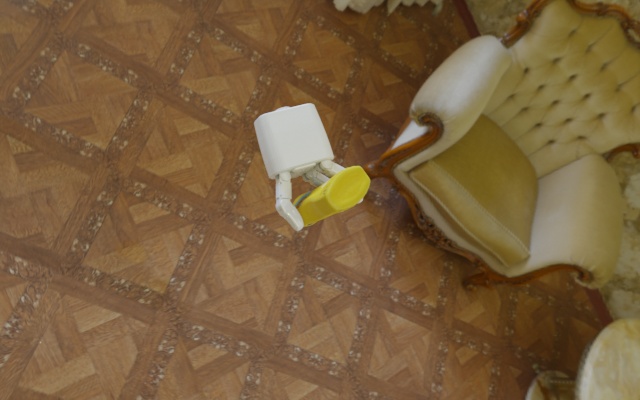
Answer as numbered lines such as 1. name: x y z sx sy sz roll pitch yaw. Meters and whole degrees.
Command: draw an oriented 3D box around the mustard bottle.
1. mustard bottle: 0.000 0.003 0.835 0.096 0.058 0.192 -43 8 -32
